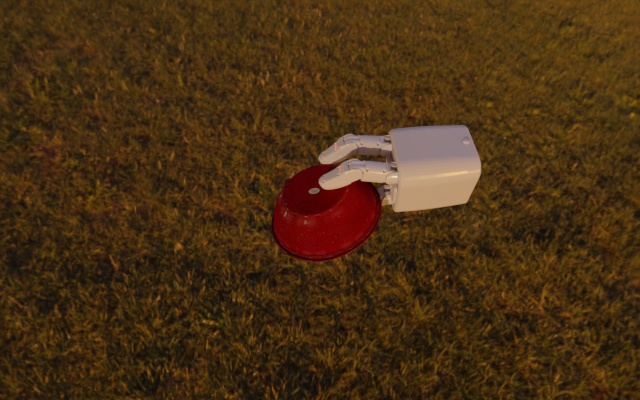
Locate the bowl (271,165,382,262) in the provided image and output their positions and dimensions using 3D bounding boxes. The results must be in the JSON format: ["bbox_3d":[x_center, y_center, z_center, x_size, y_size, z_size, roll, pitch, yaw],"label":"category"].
[{"bbox_3d":[-0.001,0.002,0.654,0.162,0.162,0.055,0,-39,21],"label":"bowl"}]
